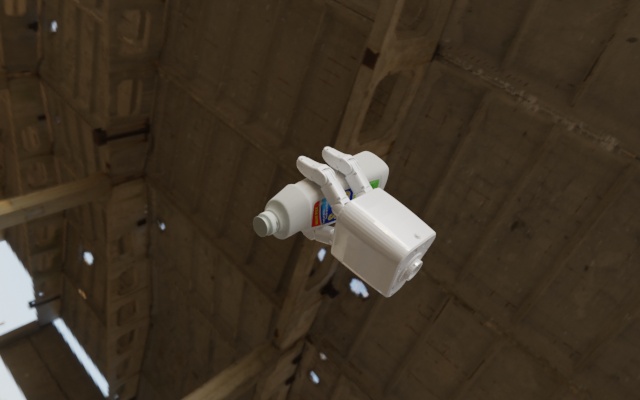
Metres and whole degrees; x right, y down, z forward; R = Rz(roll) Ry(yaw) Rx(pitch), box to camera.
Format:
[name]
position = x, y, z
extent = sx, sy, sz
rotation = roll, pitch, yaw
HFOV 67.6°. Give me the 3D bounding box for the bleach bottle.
[bleach bottle]
position = 0.000, 0.002, 0.710
extent = 0.068, 0.103, 0.250
rotation = 40, 40, 23
